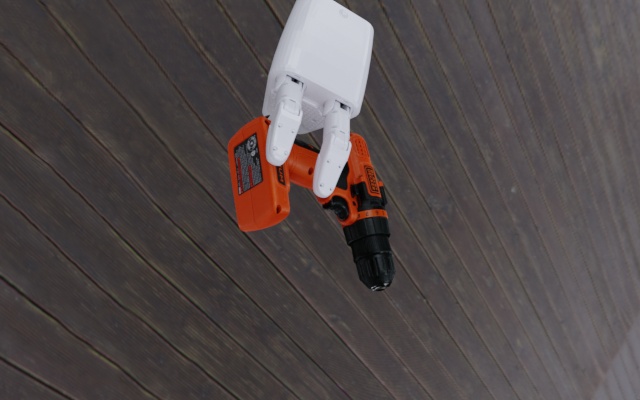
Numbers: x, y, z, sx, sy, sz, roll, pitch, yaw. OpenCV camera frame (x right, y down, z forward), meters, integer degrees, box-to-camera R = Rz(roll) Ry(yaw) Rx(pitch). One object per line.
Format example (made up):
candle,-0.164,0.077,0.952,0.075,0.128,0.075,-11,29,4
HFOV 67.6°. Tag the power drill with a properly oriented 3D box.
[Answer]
power drill,0.000,0.001,0.488,0.057,0.184,0.188,-29,-26,35
